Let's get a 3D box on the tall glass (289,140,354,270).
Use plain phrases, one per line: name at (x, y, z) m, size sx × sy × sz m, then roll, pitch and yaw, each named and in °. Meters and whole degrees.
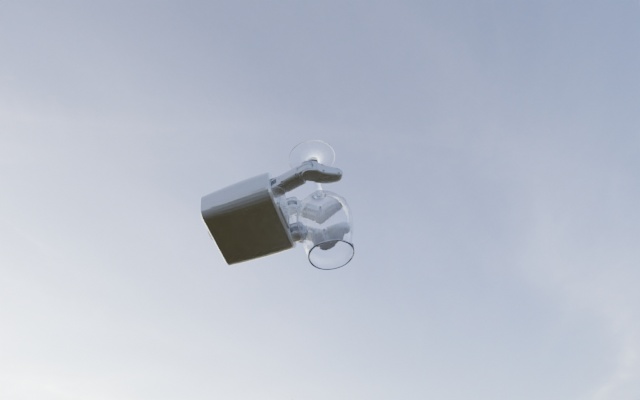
tall glass at (0.000, 0.002, 0.689) m, size 0.079 × 0.079 × 0.200 m, roll 0°, pitch 44°, yaw -12°
